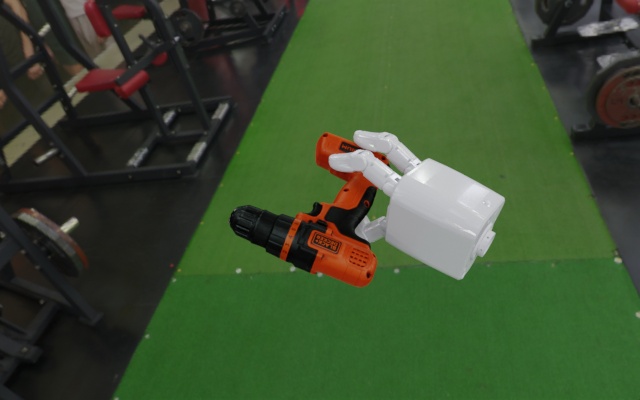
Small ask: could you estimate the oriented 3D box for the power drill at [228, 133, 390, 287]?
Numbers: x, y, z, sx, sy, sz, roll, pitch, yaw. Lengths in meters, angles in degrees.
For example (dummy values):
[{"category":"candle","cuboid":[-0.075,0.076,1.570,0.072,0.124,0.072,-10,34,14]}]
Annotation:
[{"category":"power drill","cuboid":[0.001,0.002,0.607,0.184,0.187,0.057,23,-33,1]}]
